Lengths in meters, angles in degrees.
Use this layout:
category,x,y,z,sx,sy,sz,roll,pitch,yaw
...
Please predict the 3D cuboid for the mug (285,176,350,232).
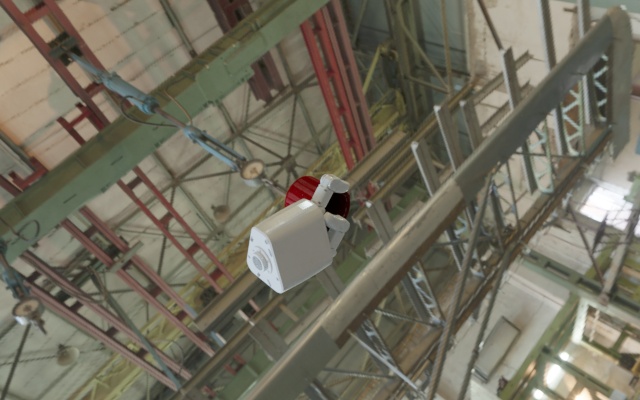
category,x,y,z,sx,sy,sz,roll,pitch,yaw
mug,0.001,0.002,0.844,0.117,0.093,0.081,-27,42,-37
